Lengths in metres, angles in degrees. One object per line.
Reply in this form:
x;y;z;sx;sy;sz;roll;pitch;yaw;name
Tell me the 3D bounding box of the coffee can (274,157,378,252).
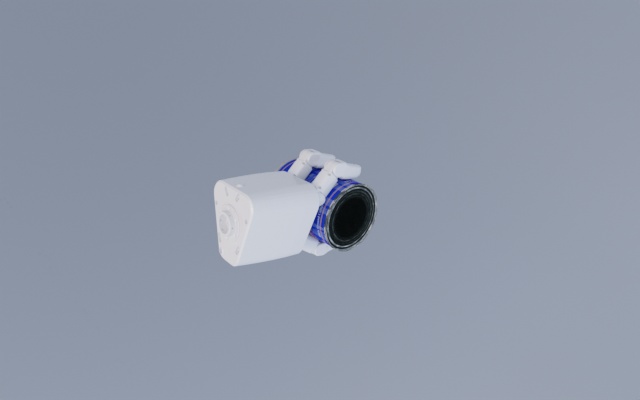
0.000;0.002;0.719;0.103;0.103;0.140;0;19;-44;coffee can
